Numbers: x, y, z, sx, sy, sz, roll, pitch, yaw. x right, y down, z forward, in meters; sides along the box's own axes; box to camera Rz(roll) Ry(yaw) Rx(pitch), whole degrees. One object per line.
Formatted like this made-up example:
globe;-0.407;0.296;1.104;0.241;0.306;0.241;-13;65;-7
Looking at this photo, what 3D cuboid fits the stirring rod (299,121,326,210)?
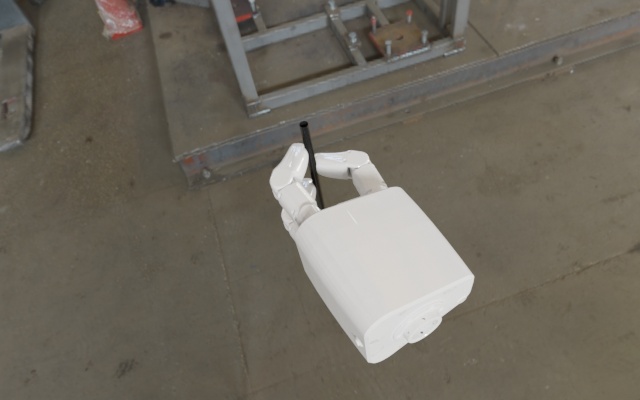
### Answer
stirring rod;0.000;0.002;0.522;0.011;0.011;0.240;0;-35;9
